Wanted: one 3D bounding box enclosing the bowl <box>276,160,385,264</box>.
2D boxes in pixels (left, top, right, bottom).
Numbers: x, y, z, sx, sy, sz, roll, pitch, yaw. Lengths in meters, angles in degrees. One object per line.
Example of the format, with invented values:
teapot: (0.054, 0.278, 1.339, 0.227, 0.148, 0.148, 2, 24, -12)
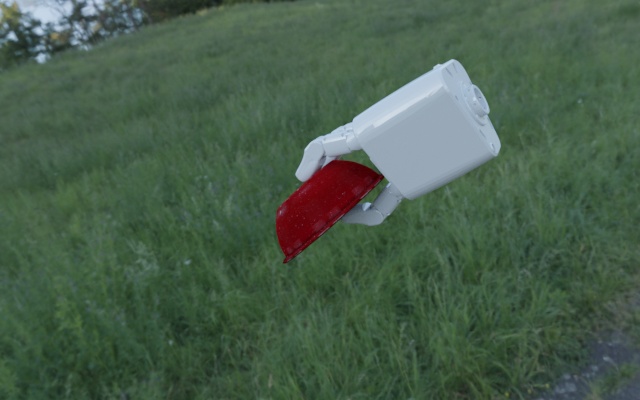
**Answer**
bowl: (-0.001, 0.002, 0.567, 0.162, 0.055, 0.162, -42, 0, 0)
